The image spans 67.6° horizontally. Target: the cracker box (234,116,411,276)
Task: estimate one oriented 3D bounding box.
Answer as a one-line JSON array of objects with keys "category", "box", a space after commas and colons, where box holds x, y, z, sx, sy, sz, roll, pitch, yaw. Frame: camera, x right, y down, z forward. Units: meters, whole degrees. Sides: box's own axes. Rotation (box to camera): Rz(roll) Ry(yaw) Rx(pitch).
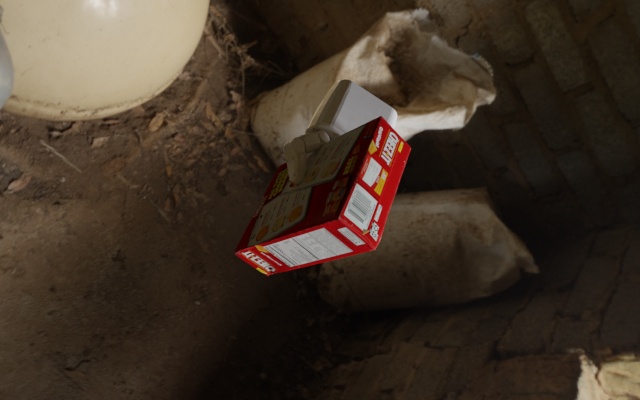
[{"category": "cracker box", "box": [0.000, 0.002, 0.621, 0.072, 0.164, 0.214, 41, -38, -24]}]
